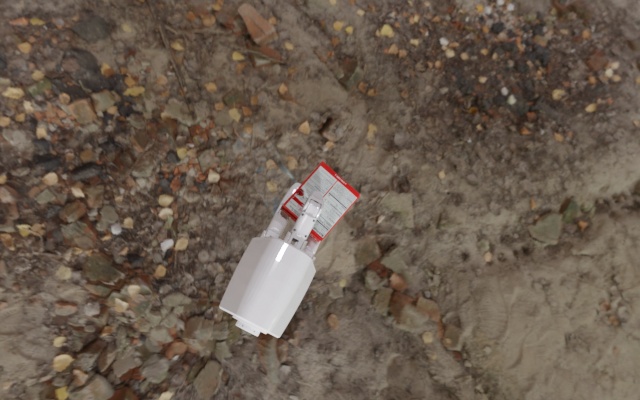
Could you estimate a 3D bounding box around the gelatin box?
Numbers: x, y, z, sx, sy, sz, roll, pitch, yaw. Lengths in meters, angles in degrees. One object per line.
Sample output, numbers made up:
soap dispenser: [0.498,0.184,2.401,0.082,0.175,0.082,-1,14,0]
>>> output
gelatin box: [0.000,0.002,0.669,0.073,0.089,0.030,41,-13,-1]
